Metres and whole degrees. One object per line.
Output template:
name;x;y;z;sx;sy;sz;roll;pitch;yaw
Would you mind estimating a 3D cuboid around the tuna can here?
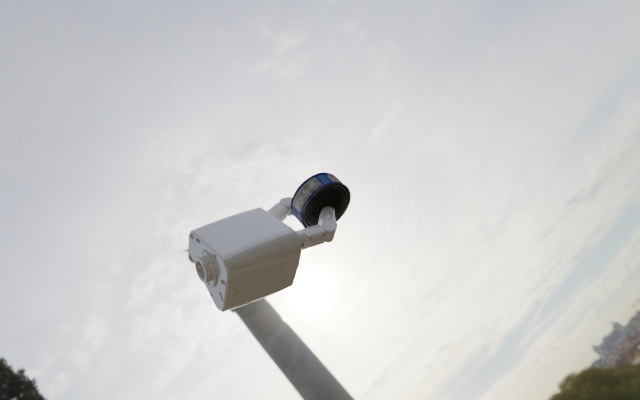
tuna can;0.000;0.002;0.695;0.086;0.086;0.033;0;35;-43
